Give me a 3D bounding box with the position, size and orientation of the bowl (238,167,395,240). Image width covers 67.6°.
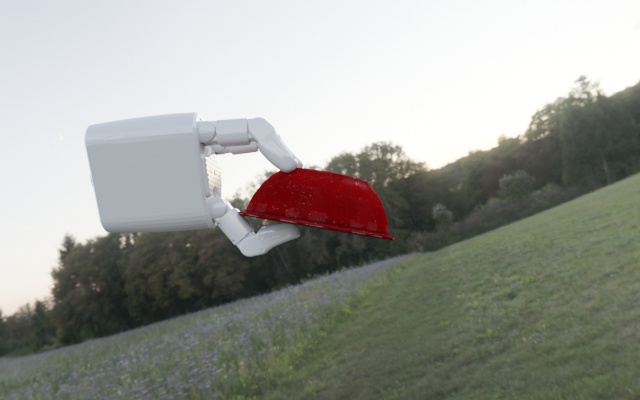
[{"bbox_3d":[0.001,0.001,0.491,0.162,0.055,0.162,10,-3,1],"label":"bowl"}]
